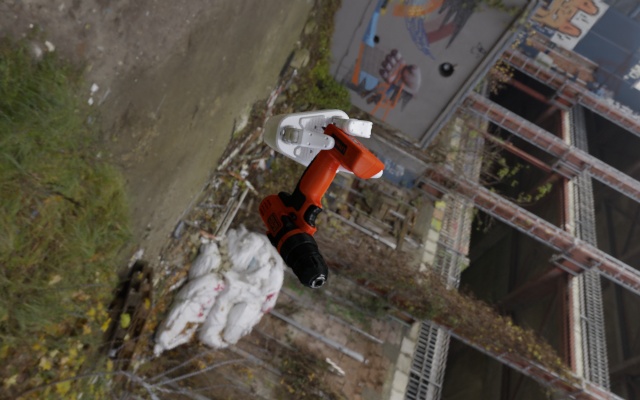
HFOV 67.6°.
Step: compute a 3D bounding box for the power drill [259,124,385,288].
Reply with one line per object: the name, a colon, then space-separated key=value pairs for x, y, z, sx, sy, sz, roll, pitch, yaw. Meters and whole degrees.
power drill: x=0.000 y=0.002 z=0.650 sx=0.057 sy=0.188 sz=0.184 roll=27 pitch=17 yaw=-42
